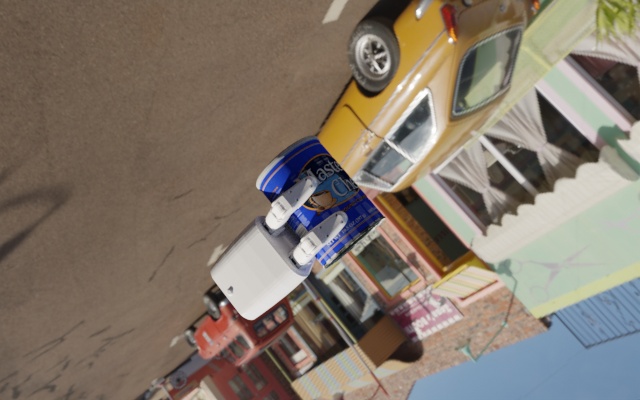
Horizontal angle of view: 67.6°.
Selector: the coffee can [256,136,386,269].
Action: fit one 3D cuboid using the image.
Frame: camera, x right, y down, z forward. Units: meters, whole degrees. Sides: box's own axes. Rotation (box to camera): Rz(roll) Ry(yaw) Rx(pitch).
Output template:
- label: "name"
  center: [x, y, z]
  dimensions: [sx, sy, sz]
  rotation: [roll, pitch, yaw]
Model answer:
- label: "coffee can"
  center: [0.000, 0.002, 0.616]
  dimensions: [0.103, 0.140, 0.103]
  rotation: [-39, -10, -8]
